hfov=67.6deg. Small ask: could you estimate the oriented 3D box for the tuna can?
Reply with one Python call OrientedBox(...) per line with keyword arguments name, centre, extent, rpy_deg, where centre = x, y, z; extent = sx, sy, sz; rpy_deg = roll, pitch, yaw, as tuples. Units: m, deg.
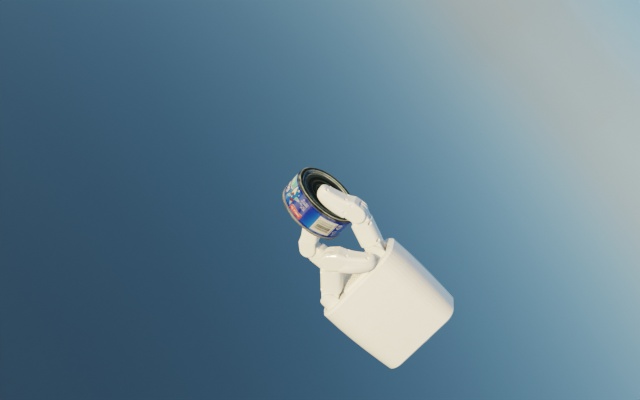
OrientedBox(name="tuna can", centre=(0.000, 0.001, 0.562), extent=(0.086, 0.086, 0.034), rpy_deg=(0, -40, -50))
